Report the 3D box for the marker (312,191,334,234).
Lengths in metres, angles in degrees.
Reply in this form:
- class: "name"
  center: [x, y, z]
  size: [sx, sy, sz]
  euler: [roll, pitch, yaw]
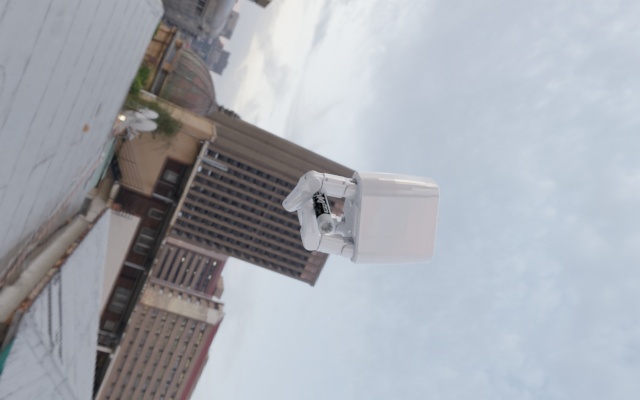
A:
- class: "marker"
  center: [0.000, 0.002, 0.586]
  size: [0.020, 0.020, 0.121]
  euler: [0, 27, -7]
